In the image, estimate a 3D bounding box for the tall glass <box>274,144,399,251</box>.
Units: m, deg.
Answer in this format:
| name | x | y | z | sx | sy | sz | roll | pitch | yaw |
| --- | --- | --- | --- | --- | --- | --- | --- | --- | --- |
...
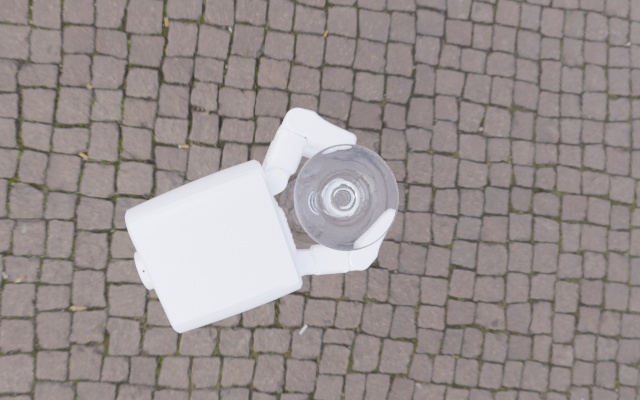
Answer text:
| name | x | y | z | sx | sy | sz | roll | pitch | yaw |
| --- | --- | --- | --- | --- | --- | --- | --- | --- | --- |
| tall glass | 0.000 | 0.001 | 0.425 | 0.079 | 0.079 | 0.201 | 0 | -2 | -10 |
